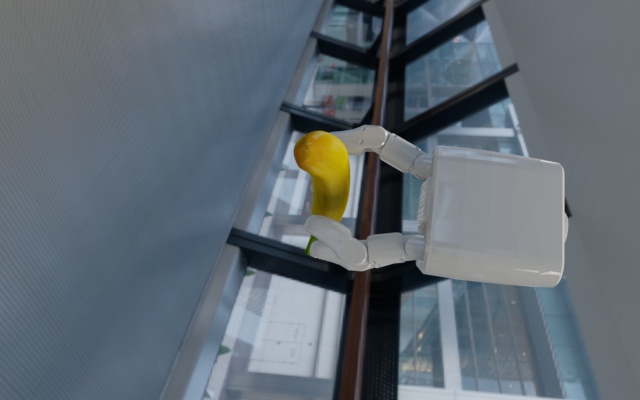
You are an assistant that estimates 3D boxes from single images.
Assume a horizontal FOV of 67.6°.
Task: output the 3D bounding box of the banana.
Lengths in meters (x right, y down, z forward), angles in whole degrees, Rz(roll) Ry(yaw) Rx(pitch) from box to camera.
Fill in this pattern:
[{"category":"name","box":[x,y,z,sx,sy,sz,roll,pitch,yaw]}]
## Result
[{"category":"banana","box":[0.005,-0.013,0.425,0.037,0.069,0.198,12,-27,9]}]
